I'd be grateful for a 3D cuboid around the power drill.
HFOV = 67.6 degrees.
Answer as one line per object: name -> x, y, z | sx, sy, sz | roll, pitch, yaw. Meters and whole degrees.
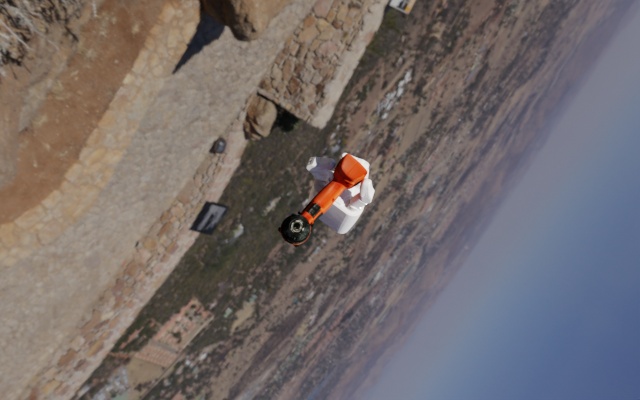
power drill -> 0.000, 0.003, 0.853 | 0.057, 0.187, 0.184 | 45, -9, 0
